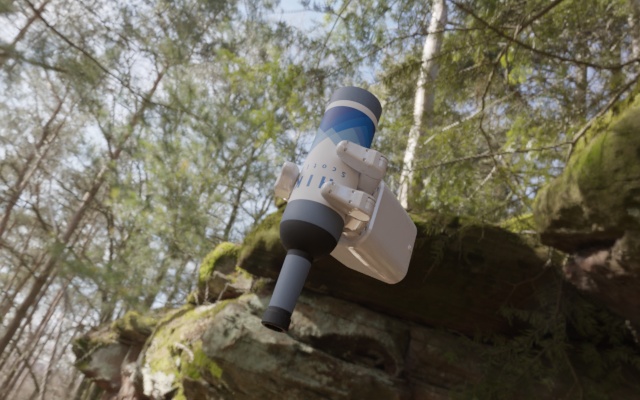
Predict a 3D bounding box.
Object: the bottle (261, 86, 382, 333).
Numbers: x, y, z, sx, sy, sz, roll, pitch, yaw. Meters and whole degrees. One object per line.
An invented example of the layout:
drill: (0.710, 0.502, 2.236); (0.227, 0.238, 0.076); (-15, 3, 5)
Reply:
bottle: (0.000, 0.001, 0.531); (0.069, 0.295, 0.069); (16, -28, 9)
